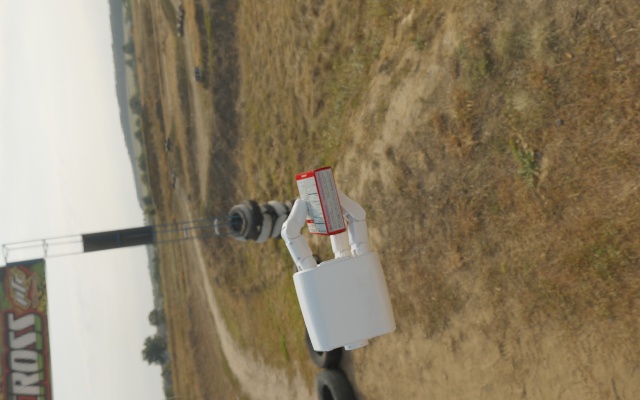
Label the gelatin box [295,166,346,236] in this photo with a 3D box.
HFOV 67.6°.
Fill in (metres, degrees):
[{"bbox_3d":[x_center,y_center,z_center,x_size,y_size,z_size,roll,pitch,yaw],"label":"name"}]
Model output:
[{"bbox_3d":[0.000,0.002,0.647,0.030,0.089,0.073,-16,3,-21],"label":"gelatin box"}]
